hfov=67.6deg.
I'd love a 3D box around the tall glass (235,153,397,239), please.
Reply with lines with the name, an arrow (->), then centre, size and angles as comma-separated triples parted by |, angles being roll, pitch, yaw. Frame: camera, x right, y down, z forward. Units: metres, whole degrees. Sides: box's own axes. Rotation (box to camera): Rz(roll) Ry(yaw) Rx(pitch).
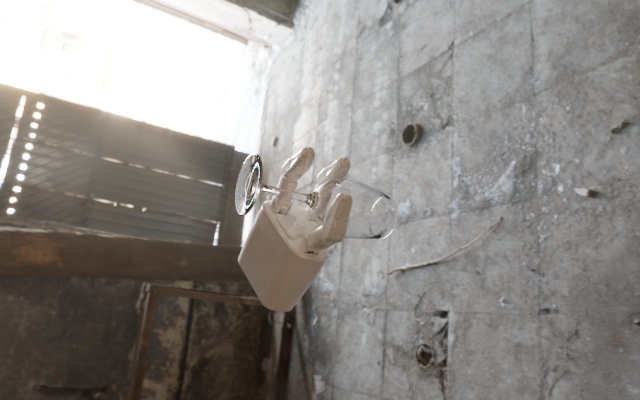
tall glass -> 0.000, 0.002, 0.599 | 0.201, 0.079, 0.079 | 13, -7, -29
